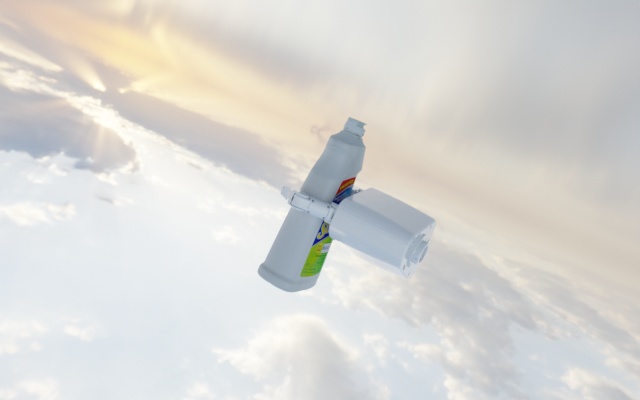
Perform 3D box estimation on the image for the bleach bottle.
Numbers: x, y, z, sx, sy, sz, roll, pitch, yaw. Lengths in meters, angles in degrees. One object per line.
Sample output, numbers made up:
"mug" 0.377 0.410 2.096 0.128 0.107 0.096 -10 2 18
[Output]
"bleach bottle" 0.000 0.002 0.677 0.068 0.251 0.102 26 8 25
